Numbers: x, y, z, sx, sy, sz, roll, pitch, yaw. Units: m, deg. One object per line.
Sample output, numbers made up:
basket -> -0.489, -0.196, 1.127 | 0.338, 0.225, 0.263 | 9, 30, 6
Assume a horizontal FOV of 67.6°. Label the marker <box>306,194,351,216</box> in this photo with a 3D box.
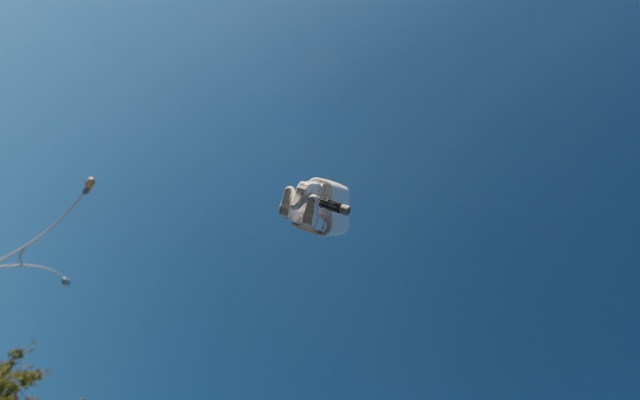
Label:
marker -> 0.000, 0.003, 0.898 | 0.121, 0.020, 0.020 | 18, 8, 26
